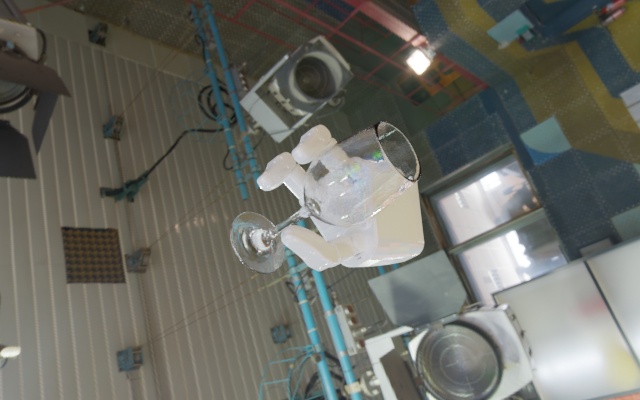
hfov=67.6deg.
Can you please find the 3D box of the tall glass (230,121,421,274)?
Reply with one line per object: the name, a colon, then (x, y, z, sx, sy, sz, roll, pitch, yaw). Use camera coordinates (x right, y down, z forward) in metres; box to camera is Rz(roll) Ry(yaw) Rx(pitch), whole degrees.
tall glass: (0.000, 0.002, 0.470, 0.201, 0.079, 0.079, -33, -20, 35)
